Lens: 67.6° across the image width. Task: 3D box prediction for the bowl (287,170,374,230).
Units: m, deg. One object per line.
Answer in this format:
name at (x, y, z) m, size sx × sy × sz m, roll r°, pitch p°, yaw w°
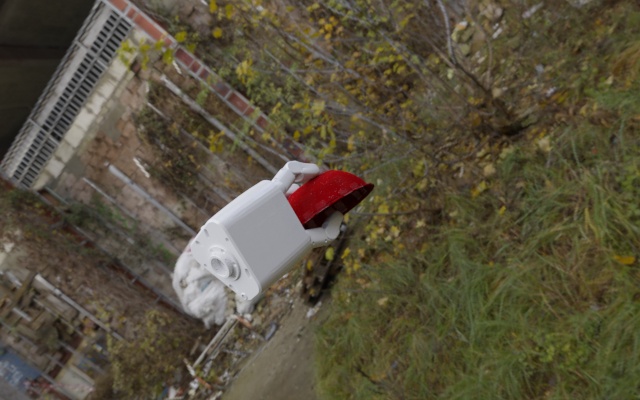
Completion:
bowl at (0.001, 0.002, 0.720) m, size 0.162 × 0.055 × 0.162 m, roll -33°, pitch -11°, yaw -7°
